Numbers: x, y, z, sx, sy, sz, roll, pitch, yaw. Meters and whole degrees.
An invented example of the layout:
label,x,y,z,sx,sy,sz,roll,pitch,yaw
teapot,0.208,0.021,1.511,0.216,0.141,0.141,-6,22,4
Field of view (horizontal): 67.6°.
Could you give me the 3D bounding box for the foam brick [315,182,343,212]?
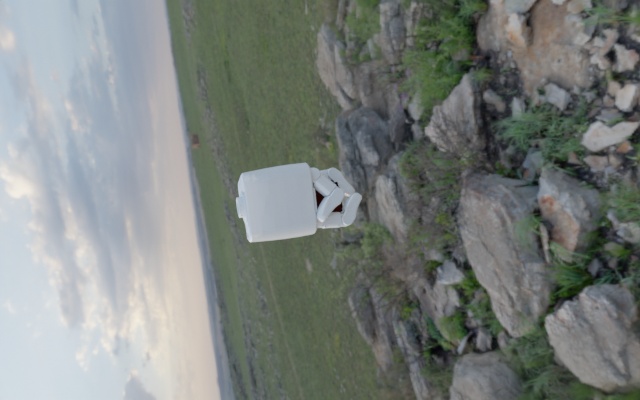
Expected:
label,x,y,z,sx,sy,sz,roll,pitch,yaw
foam brick,0.000,0.003,0.819,0.051,0.053,0.078,-9,-8,-16
